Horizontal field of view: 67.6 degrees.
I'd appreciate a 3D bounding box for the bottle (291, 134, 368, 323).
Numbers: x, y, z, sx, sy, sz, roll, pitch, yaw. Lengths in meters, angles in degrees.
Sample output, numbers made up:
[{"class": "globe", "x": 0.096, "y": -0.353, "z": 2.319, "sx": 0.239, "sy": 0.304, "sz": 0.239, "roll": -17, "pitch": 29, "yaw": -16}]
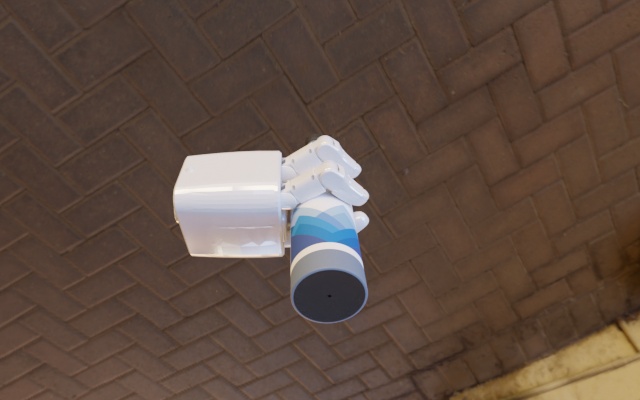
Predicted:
[{"class": "bottle", "x": 0.000, "y": 0.002, "z": 0.530, "sx": 0.069, "sy": 0.069, "sz": 0.295, "roll": 0, "pitch": 33, "yaw": -4}]
